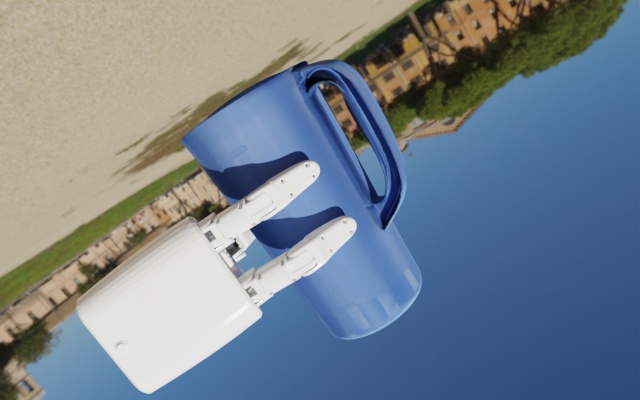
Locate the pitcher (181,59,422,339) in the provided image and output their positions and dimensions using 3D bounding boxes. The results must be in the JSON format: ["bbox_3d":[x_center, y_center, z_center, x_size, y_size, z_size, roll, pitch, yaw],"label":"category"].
[{"bbox_3d":[0.000,0.002,0.442,0.145,0.243,0.149,-36,11,-11],"label":"pitcher"}]
